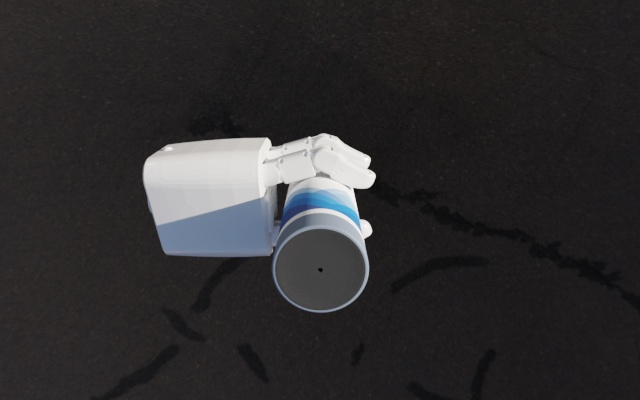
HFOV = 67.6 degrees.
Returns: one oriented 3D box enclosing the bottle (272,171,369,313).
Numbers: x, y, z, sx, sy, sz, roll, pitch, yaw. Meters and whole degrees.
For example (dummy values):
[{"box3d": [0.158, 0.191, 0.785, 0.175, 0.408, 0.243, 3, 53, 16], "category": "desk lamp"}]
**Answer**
[{"box3d": [0.000, 0.002, 0.464, 0.069, 0.069, 0.295, 0, 18, 0], "category": "bottle"}]
